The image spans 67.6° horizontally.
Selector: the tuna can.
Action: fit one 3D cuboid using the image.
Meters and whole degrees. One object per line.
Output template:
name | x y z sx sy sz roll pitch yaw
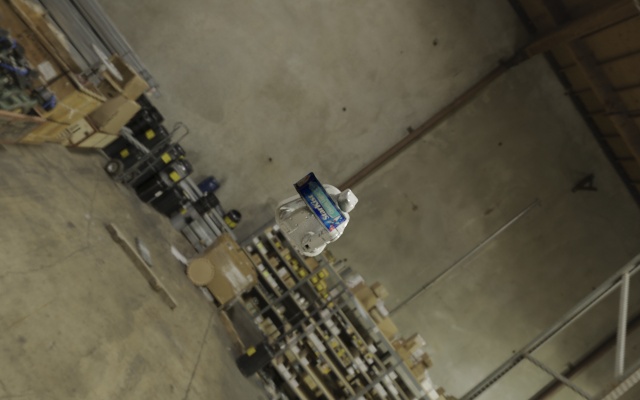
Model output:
tuna can | 0.001 0.002 0.671 0.034 0.086 0.086 -36 -1 2
